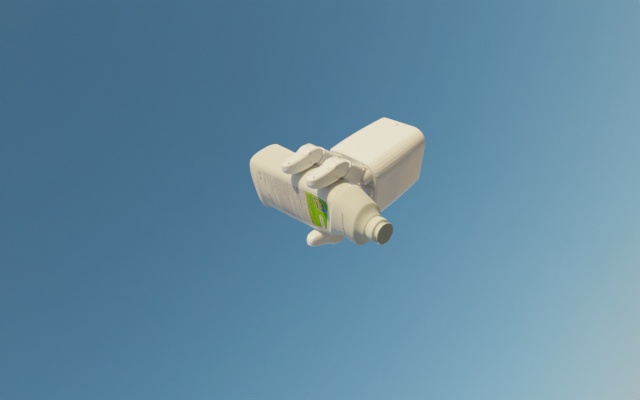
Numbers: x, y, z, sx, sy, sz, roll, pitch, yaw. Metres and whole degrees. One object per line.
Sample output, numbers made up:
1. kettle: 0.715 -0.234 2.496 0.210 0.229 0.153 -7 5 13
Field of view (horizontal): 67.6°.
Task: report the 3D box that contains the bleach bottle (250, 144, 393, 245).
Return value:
1. bleach bottle: 0.000 0.002 0.660 0.068 0.103 0.250 -35 41 -24
